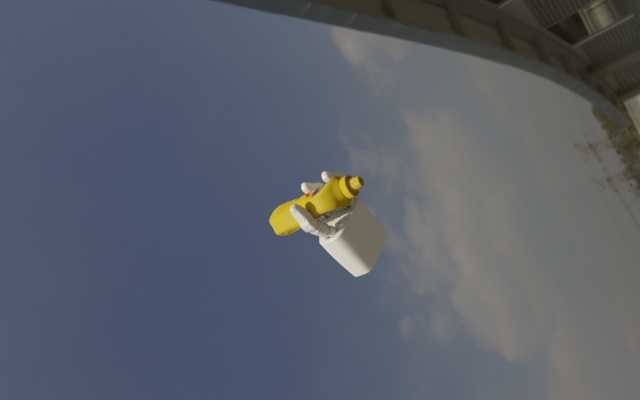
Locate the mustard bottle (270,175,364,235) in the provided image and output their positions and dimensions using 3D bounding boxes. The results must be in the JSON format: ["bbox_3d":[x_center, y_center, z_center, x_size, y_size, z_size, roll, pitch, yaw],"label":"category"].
[{"bbox_3d":[0.000,0.003,0.880,0.192,0.058,0.096,-27,3,34],"label":"mustard bottle"}]
